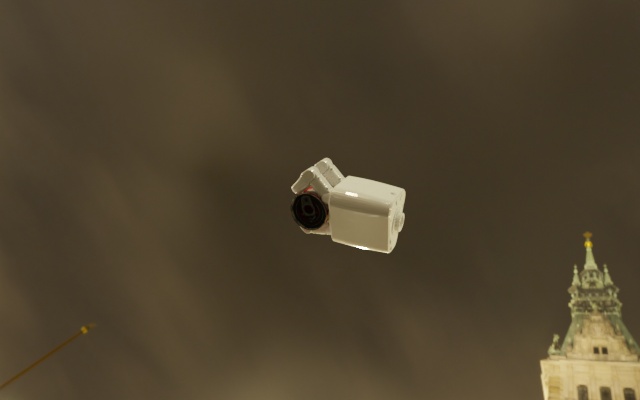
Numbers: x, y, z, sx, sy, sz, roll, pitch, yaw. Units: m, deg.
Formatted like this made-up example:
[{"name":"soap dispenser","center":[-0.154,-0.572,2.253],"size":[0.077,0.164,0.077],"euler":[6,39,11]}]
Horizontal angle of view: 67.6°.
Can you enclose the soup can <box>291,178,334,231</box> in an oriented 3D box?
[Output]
[{"name":"soup can","center":[0.000,0.003,0.855],"size":[0.068,0.068,0.102],"euler":[0,20,27]}]
